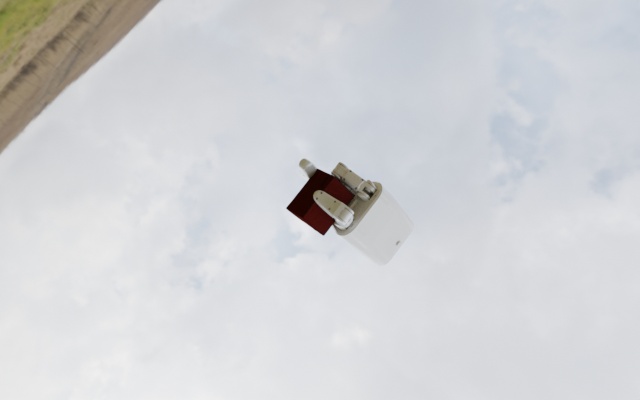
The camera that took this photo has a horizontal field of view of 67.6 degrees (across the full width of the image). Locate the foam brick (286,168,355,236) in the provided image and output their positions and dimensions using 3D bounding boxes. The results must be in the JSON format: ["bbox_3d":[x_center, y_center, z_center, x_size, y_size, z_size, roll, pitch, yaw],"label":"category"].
[{"bbox_3d":[0.000,0.002,0.699,0.051,0.078,0.053,42,-7,-35],"label":"foam brick"}]
